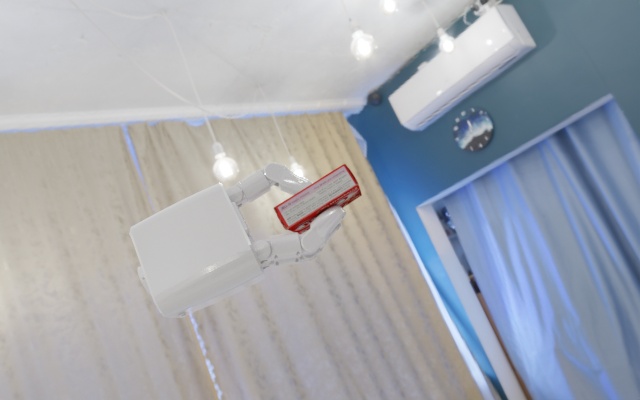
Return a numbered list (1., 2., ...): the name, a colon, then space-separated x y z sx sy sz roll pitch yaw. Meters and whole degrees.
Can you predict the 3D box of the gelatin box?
1. gelatin box: 0.000 0.001 0.516 0.089 0.030 0.073 -33 -11 2
